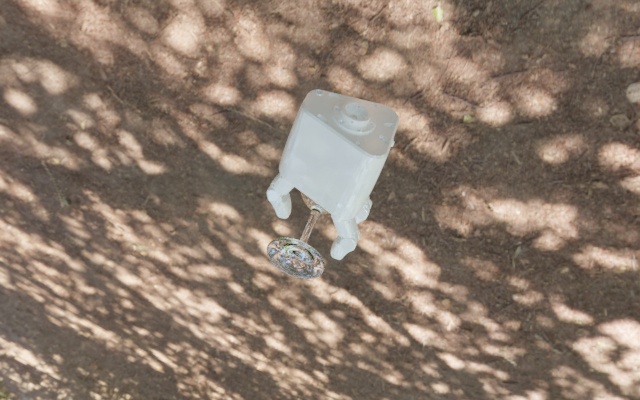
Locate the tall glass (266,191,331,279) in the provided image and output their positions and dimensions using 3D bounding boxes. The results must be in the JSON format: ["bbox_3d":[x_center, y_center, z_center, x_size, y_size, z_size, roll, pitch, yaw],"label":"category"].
[{"bbox_3d":[0.000,0.003,0.635,0.079,0.079,0.201,0,43,25],"label":"tall glass"}]
